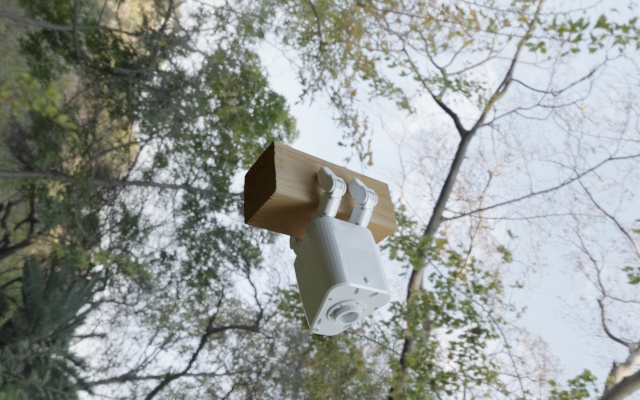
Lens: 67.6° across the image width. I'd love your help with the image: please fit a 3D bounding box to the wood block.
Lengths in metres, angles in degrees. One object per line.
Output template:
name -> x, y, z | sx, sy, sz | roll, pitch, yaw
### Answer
wood block -> 0.000, 0.003, 0.699 | 0.206, 0.090, 0.091 | 18, -43, -31
